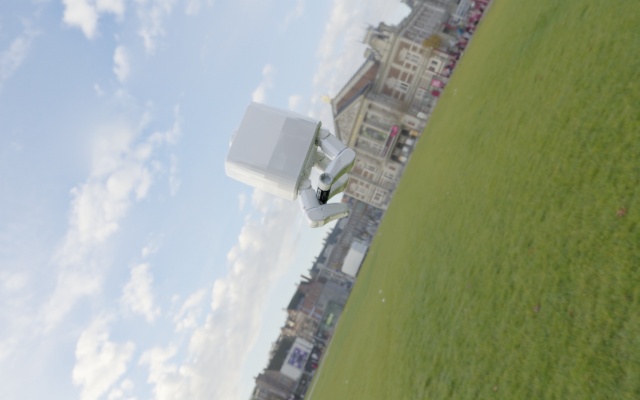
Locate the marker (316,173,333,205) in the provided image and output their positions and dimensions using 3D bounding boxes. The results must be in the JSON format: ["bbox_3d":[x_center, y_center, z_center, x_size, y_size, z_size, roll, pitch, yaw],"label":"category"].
[{"bbox_3d":[0.000,0.002,0.660,0.020,0.020,0.121,0,-30,-8],"label":"marker"}]
